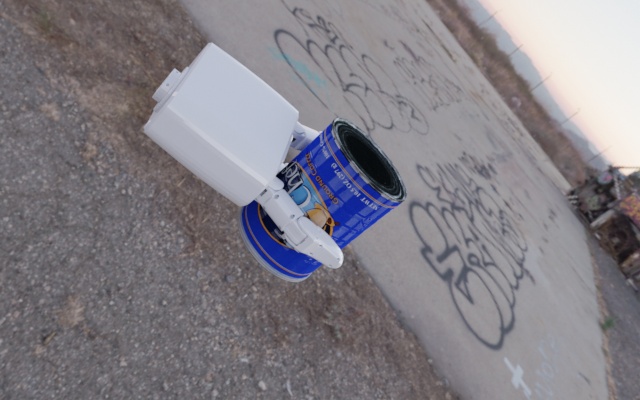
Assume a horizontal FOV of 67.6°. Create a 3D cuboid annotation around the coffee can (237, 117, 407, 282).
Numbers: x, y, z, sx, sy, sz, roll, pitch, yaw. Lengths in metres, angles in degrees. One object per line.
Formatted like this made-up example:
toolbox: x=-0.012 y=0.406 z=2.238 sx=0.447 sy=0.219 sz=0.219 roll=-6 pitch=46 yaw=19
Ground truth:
coffee can: x=0.000 y=0.002 z=0.480 sx=0.140 sy=0.102 sz=0.103 roll=-41 pitch=-19 yaw=24
